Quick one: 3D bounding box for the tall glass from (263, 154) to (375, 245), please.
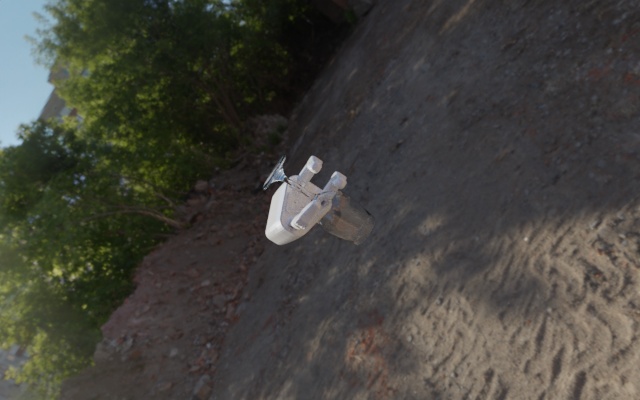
[{"bbox_3d":[0.000,0.002,0.858,0.201,0.079,0.079,33,-8,-12],"label":"tall glass"}]
